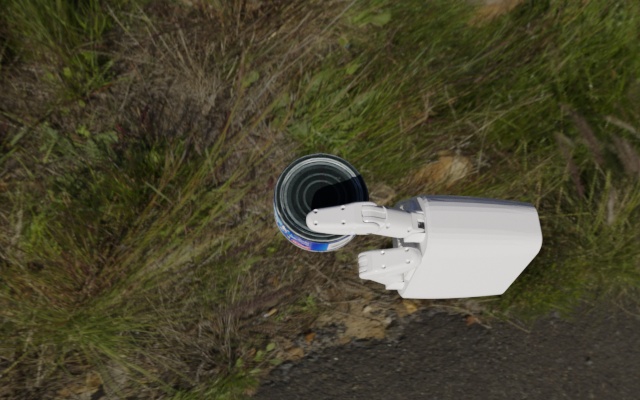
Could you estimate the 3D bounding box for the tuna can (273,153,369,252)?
[{"bbox_3d":[0.000,0.001,0.431,0.086,0.086,0.034,0,-19,-5],"label":"tuna can"}]
